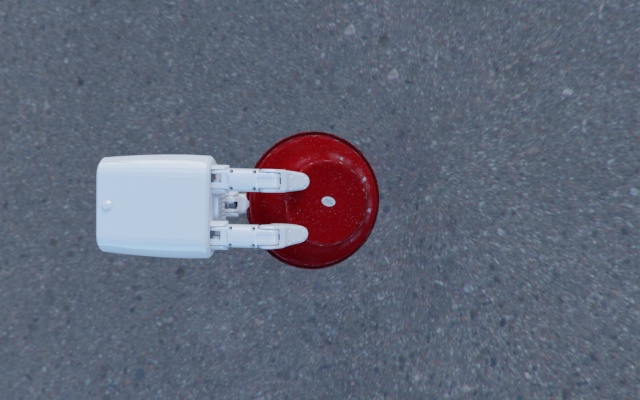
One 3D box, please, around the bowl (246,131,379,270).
[{"bbox_3d":[0.001,0.001,0.534,0.162,0.162,0.055,0,3,-15],"label":"bowl"}]
